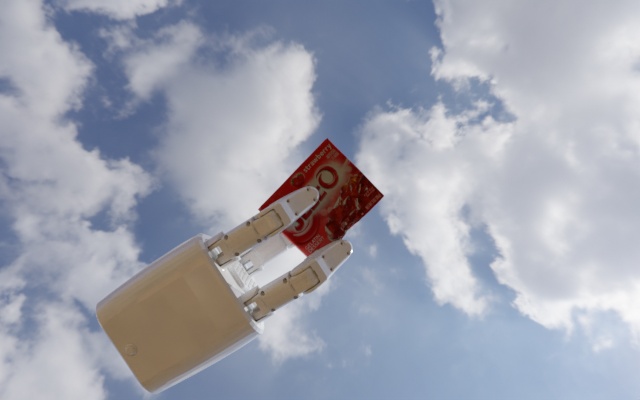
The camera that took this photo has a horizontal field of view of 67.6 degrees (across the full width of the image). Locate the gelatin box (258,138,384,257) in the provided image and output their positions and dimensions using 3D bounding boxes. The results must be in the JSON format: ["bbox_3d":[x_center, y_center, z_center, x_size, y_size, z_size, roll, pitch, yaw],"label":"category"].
[{"bbox_3d":[0.000,0.001,0.430,0.073,0.089,0.030,45,-3,-3],"label":"gelatin box"}]
